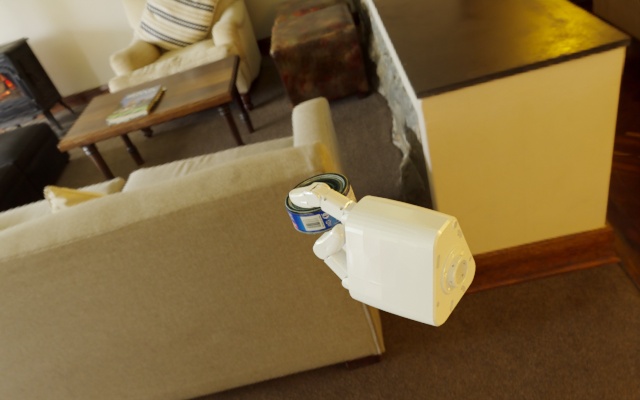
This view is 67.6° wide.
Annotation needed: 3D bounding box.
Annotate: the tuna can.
[{"bbox_3d":[0.000,0.001,0.595,0.086,0.034,0.086,-17,31,10],"label":"tuna can"}]
